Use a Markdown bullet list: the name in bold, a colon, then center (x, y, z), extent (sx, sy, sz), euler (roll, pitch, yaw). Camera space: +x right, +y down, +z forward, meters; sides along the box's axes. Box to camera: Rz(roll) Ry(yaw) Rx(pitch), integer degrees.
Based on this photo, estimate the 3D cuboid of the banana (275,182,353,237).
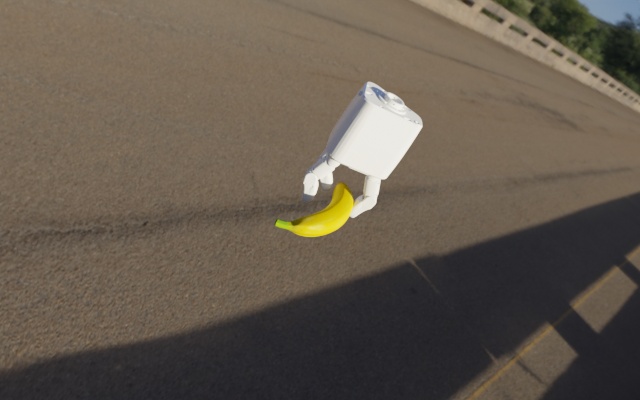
- **banana**: center (0.012, 0.015, 0.762), extent (0.069, 0.037, 0.197), euler (40, 34, 14)
